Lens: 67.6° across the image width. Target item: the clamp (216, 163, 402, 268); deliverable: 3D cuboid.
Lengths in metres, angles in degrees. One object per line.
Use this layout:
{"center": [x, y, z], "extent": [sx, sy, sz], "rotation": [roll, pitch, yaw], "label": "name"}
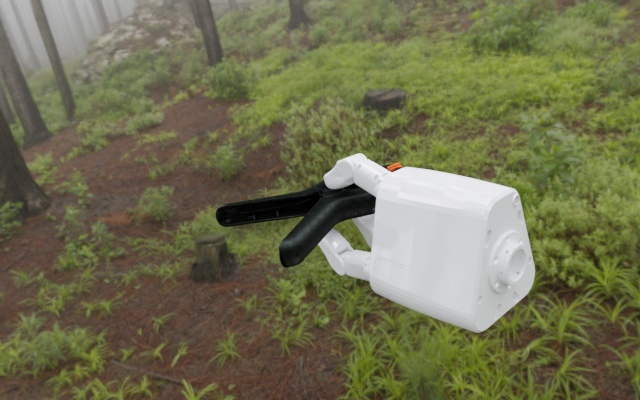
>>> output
{"center": [0.001, 0.001, 0.511], "extent": [0.210, 0.036, 0.164], "rotation": [-24, 24, -34], "label": "clamp"}
